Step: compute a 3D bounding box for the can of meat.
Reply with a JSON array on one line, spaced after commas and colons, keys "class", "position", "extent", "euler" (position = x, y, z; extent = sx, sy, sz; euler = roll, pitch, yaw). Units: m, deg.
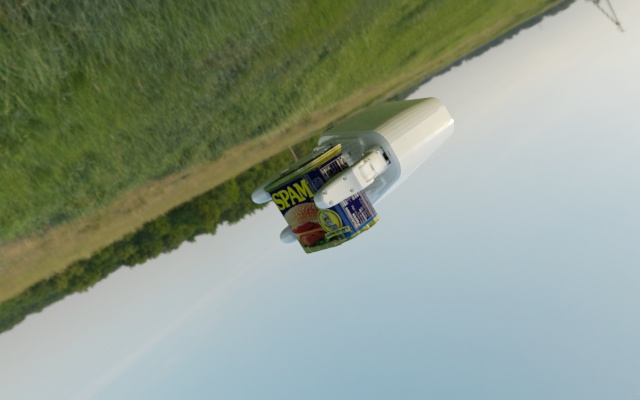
[{"class": "can of meat", "position": [0.000, 0.002, 0.484], "extent": [0.057, 0.084, 0.102], "euler": [-36, 8, -35]}]
